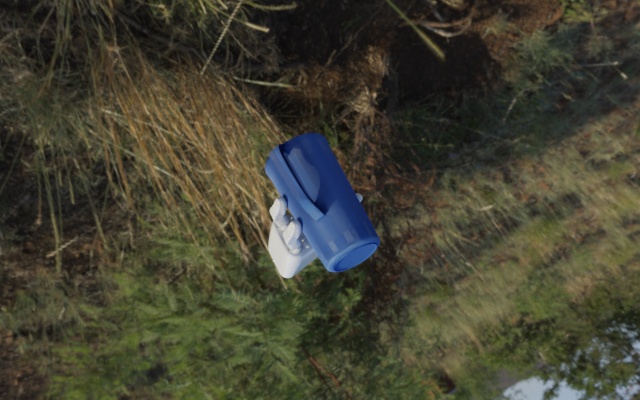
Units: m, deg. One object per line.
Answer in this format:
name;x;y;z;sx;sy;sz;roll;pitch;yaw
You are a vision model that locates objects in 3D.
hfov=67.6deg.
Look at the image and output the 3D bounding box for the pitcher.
pitcher;0.000;0.003;0.870;0.149;0.242;0.145;-17;-27;-27
